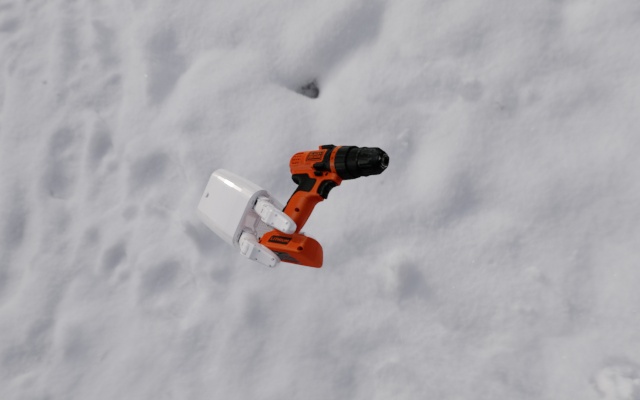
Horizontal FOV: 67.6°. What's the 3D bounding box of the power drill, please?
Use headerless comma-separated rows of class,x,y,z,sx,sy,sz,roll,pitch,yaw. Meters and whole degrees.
power drill,0.000,0.003,0.693,0.184,0.187,0.057,0,-33,47
